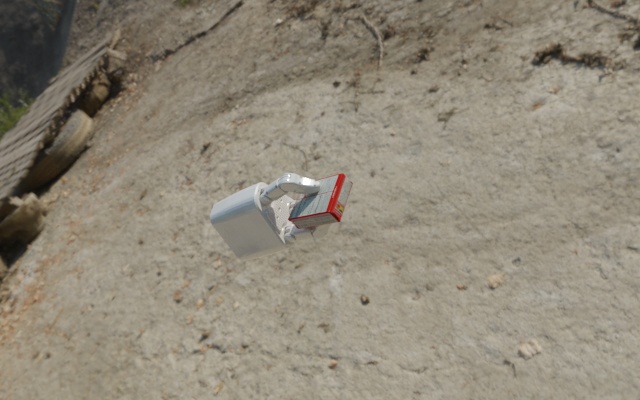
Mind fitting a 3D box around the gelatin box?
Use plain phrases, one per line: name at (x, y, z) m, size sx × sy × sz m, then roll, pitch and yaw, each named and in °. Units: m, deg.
gelatin box at (0.000, 0.002, 0.730) m, size 0.089 × 0.073 × 0.030 m, roll -13°, pitch -45°, yaw 41°
